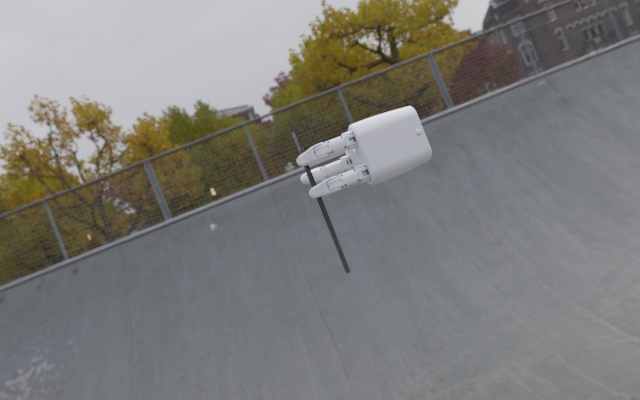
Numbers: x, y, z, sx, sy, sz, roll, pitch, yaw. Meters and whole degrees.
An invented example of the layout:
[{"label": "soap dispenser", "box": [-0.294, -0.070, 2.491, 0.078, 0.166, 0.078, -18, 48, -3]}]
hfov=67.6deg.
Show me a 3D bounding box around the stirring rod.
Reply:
[{"label": "stirring rod", "box": [0.000, 0.003, 0.760, 0.011, 0.239, 0.011, -22, -1, 0]}]
